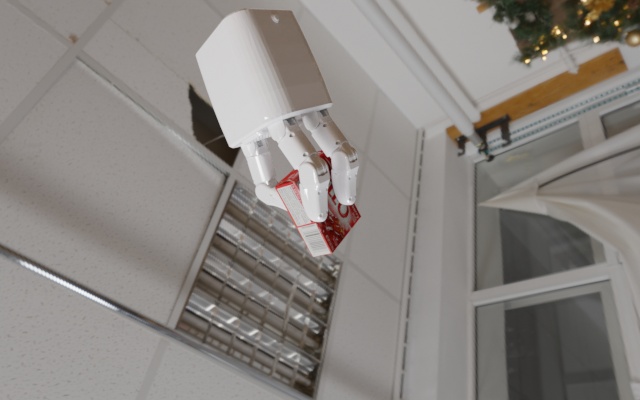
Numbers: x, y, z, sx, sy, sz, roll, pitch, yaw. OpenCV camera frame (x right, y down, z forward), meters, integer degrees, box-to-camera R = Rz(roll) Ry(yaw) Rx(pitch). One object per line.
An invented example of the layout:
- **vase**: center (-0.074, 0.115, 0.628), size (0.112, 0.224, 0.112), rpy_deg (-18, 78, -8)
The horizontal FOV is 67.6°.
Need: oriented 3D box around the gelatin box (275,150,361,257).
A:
- **gelatin box**: center (0.000, 0.002, 0.500), size (0.030, 0.089, 0.073), rpy_deg (-14, 22, 38)
